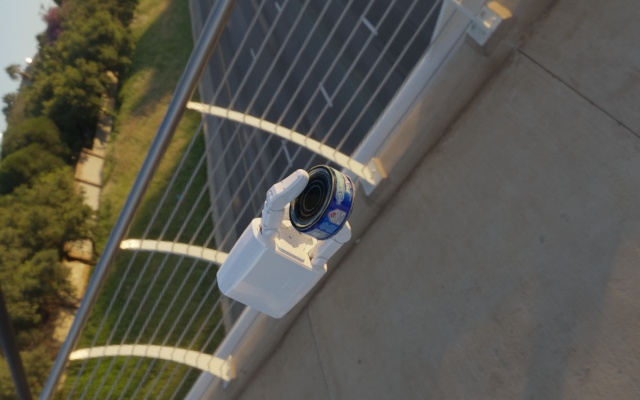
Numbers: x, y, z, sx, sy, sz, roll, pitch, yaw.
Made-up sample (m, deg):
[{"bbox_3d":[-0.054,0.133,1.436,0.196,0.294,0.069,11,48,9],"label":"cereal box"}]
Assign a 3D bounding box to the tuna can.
[{"bbox_3d":[0.000,0.002,0.567,0.034,0.086,0.086,26,-15,-33],"label":"tuna can"}]
